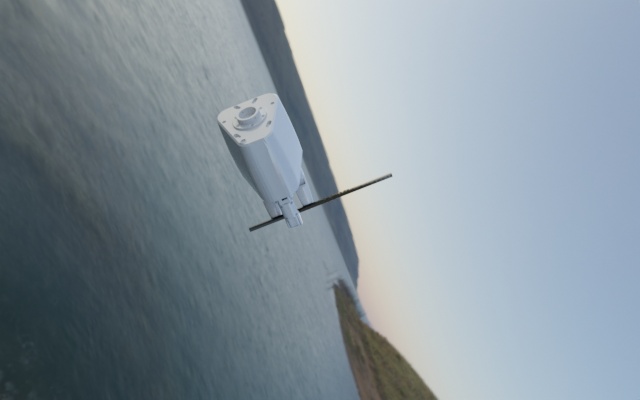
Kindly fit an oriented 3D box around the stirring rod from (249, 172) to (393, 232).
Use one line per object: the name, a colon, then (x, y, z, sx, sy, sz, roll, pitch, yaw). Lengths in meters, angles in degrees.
stirring rod: (0.000, 0.002, 0.754, 0.239, 0.011, 0.011, -21, 0, 0)
